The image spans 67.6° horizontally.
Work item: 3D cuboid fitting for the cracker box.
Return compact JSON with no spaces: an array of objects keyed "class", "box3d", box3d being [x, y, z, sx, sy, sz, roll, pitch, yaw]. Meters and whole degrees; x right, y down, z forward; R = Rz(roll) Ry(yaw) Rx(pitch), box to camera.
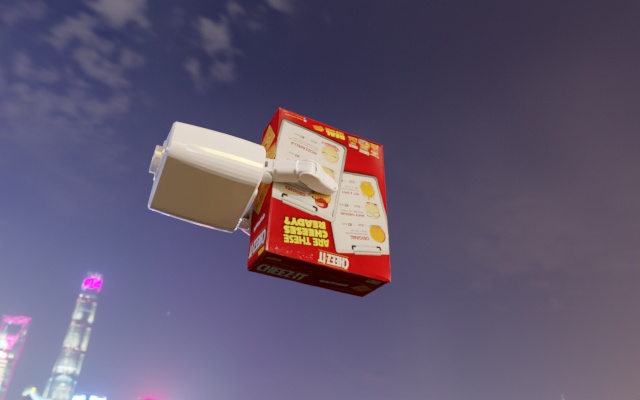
[{"class":"cracker box","box3d":[0.000,0.002,0.618,0.164,0.213,0.072,17,-36,-22]}]
